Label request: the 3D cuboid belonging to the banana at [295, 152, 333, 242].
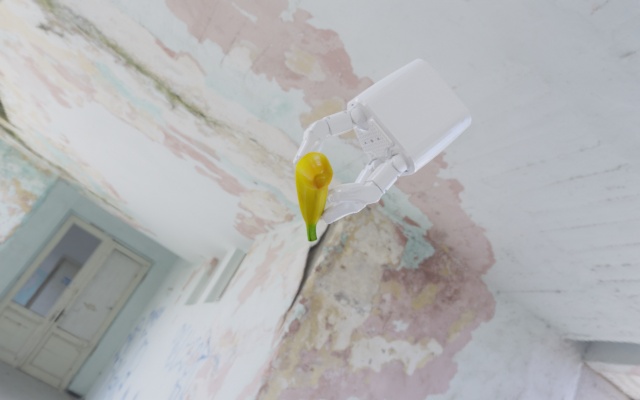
[{"bbox_3d":[-0.005,-0.014,0.523,0.037,0.069,0.198,-16,-19,-7],"label":"banana"}]
